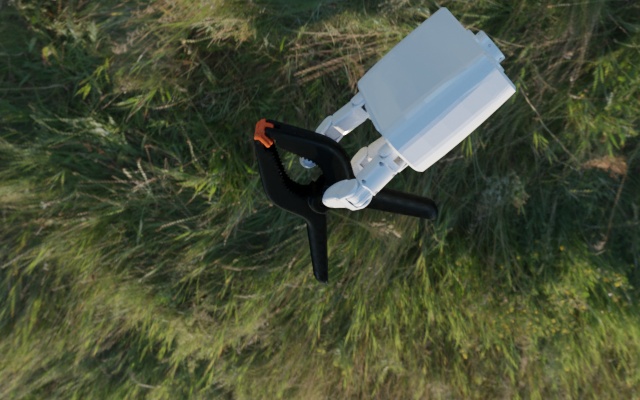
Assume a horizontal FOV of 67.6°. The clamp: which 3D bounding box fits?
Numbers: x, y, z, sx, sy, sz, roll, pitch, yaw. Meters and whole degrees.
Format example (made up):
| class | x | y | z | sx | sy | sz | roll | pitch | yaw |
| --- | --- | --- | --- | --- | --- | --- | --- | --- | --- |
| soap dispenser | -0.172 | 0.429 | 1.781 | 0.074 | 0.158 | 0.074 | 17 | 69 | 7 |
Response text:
| class | x | y | z | sx | sy | sz | roll | pitch | yaw |
| --- | --- | --- | --- | --- | --- | --- | --- | --- | --- |
| clamp | 0.000 | 0.002 | 0.506 | 0.210 | 0.164 | 0.036 | 38 | 24 | -25 |
